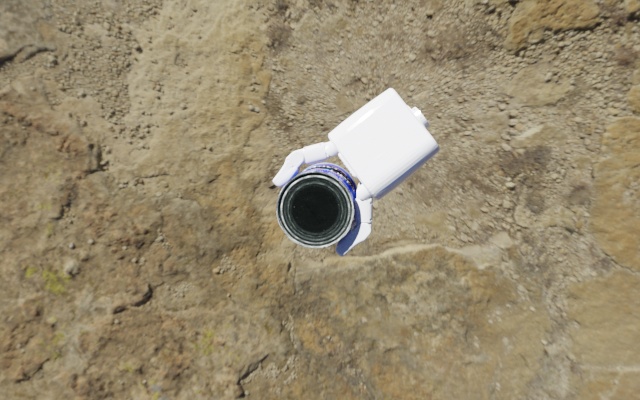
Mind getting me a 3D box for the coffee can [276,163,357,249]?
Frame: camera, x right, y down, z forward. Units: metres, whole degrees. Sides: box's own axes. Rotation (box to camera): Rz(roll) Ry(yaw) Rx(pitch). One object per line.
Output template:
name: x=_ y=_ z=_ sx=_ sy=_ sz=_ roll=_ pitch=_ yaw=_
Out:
coffee can: x=0.000 y=0.002 z=0.684 sx=0.103 sy=0.103 sz=0.140 roll=0 pitch=9 yaw=6
